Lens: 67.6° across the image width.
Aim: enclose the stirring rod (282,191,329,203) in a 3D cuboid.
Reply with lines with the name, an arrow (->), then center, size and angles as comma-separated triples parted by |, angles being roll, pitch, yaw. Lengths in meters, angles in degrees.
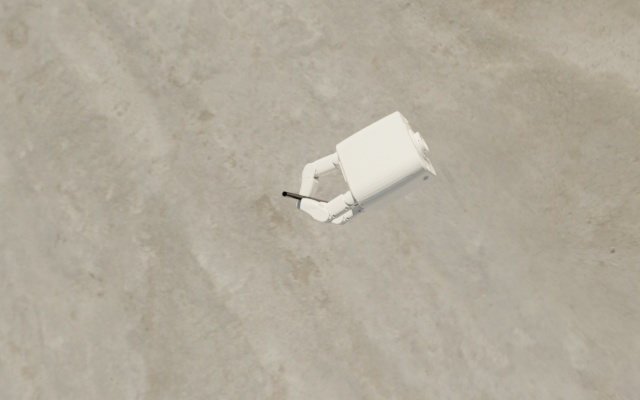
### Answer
stirring rod -> 0.000, 0.002, 0.771 | 0.011, 0.011, 0.239 | 0, -6, 25
